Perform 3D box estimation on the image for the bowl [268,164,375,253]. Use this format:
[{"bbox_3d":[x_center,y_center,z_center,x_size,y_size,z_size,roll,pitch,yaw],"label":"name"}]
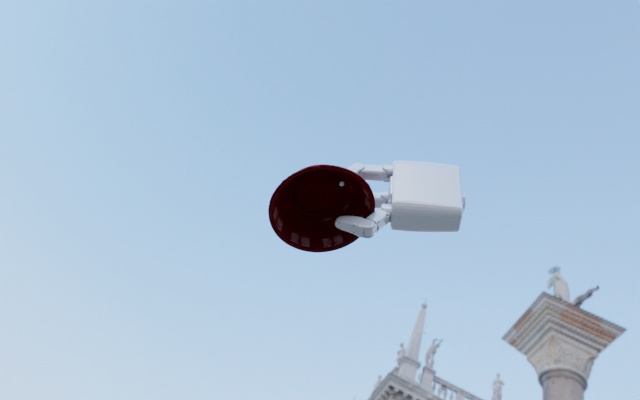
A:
[{"bbox_3d":[-0.001,0.002,0.735,0.162,0.162,0.055,0,35,-8],"label":"bowl"}]
